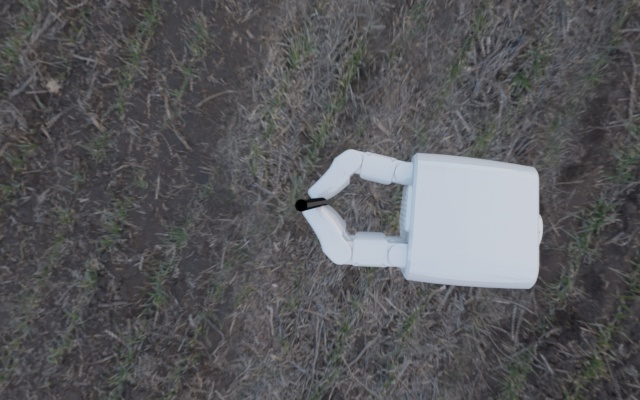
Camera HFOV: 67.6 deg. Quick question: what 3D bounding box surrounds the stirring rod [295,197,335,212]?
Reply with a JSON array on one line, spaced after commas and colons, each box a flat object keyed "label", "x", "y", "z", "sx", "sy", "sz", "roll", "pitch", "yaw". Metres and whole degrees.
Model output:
[{"label": "stirring rod", "x": 0.000, "y": 0.001, "z": 0.420, "sx": 0.011, "sy": 0.011, "sz": 0.239, "roll": 0, "pitch": 1, "yaw": 6}]
